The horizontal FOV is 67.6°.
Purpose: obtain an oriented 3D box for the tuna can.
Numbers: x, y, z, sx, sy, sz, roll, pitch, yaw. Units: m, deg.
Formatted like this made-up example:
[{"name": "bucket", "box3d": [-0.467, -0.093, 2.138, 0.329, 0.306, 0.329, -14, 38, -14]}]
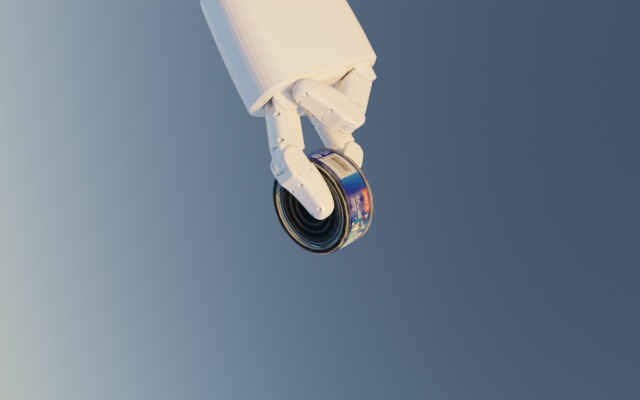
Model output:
[{"name": "tuna can", "box3d": [0.000, 0.002, 0.402, 0.086, 0.086, 0.033, 0, 18, 42]}]
